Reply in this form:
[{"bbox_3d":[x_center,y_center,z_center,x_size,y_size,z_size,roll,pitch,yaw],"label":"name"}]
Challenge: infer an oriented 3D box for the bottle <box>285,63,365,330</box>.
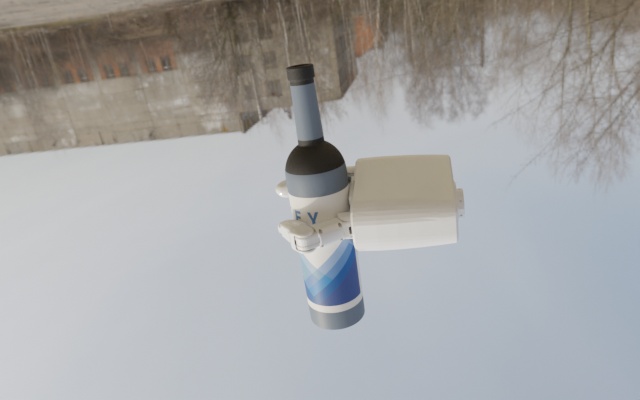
[{"bbox_3d":[0.000,0.002,0.527,0.069,0.296,0.069,-8,22,3],"label":"bottle"}]
